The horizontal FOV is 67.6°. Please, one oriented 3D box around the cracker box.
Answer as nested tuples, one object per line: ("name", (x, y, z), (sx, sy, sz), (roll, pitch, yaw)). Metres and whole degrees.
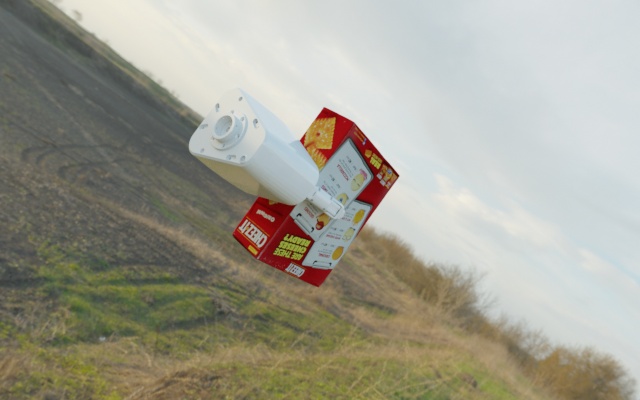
("cracker box", (0.000, 0.002, 0.679), (0.072, 0.213, 0.164), (36, -1, 38))
